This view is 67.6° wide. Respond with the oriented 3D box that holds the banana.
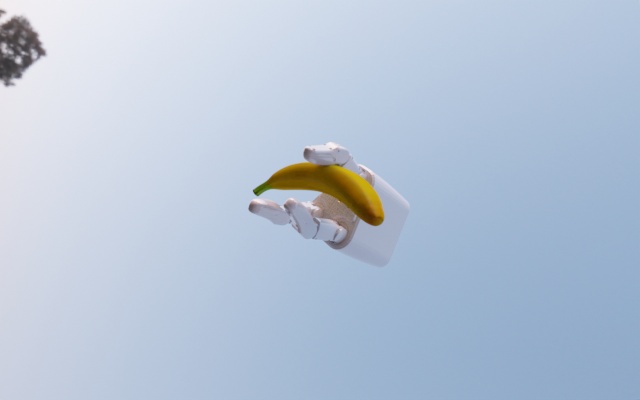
[{"bbox_3d":[0.006,-0.014,0.574,0.198,0.069,0.037,12,-26,41],"label":"banana"}]
